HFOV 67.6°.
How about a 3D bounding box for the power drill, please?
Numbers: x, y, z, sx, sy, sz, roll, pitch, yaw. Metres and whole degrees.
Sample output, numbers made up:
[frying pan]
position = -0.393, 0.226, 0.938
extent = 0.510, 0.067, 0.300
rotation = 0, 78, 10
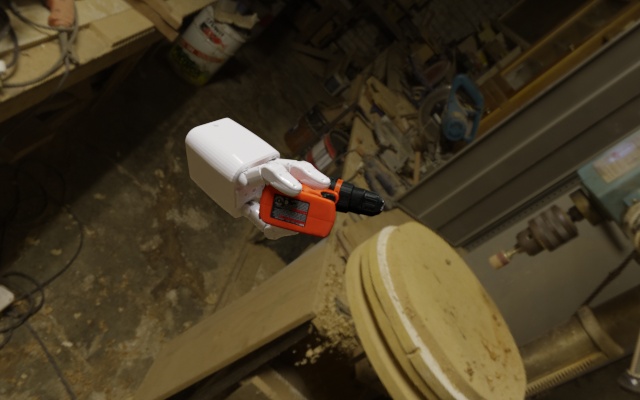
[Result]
[power drill]
position = 0.000, 0.002, 0.713
extent = 0.184, 0.057, 0.187
rotation = 13, 12, 9
